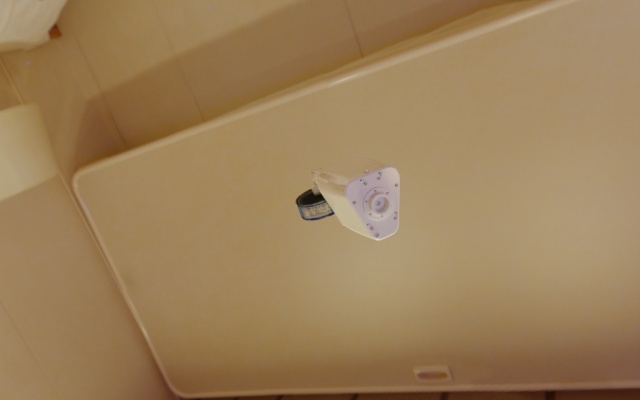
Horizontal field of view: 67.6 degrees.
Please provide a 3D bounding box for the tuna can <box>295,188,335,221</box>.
[{"bbox_3d":[0.000,0.003,0.865,0.086,0.034,0.086,-17,20,6],"label":"tuna can"}]
